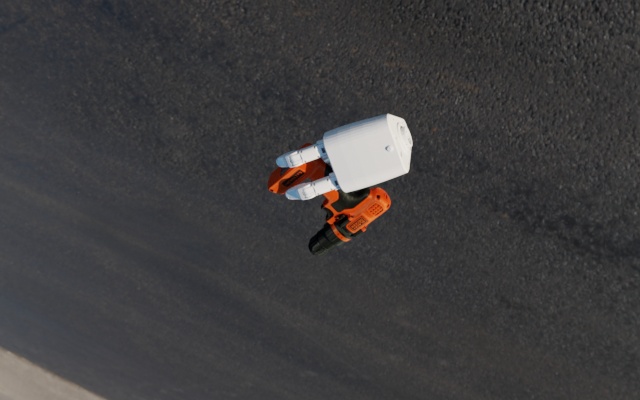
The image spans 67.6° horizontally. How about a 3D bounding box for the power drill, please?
[{"bbox_3d":[0.000,0.002,0.836,0.188,0.184,0.057,39,26,-25],"label":"power drill"}]
